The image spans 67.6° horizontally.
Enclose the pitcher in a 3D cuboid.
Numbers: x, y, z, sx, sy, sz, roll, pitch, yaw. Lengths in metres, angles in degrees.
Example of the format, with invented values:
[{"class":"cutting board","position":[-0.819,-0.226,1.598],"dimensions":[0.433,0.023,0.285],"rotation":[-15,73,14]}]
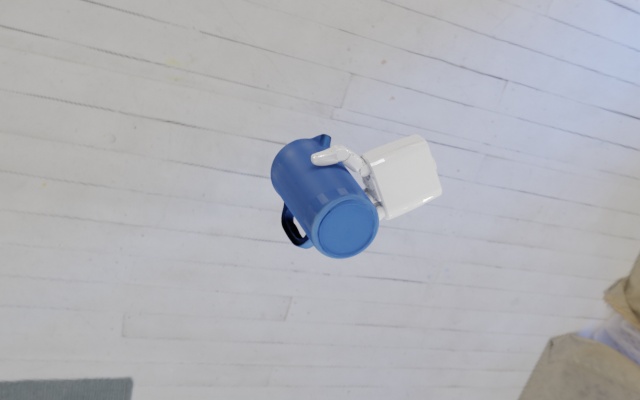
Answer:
[{"class":"pitcher","position":[0.000,0.003,0.802],"dimensions":[0.145,0.149,0.242],"rotation":[-22,30,-7]}]
